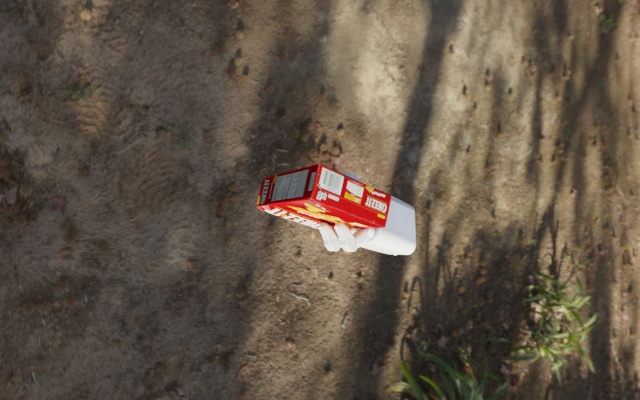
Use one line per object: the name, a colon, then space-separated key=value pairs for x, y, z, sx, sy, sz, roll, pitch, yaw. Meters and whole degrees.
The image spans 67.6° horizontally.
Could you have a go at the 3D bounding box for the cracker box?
cracker box: x=0.000 y=0.003 z=0.897 sx=0.164 sy=0.072 sz=0.214 roll=21 pitch=-16 yaw=-30
